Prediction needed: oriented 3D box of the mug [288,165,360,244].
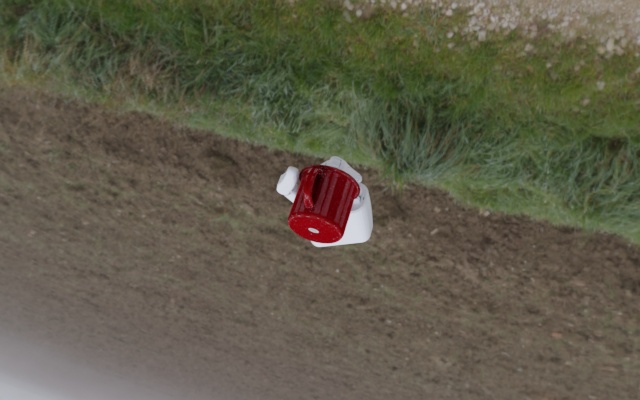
[{"bbox_3d":[0.000,0.002,0.670,0.093,0.081,0.117,7,-31,18],"label":"mug"}]
